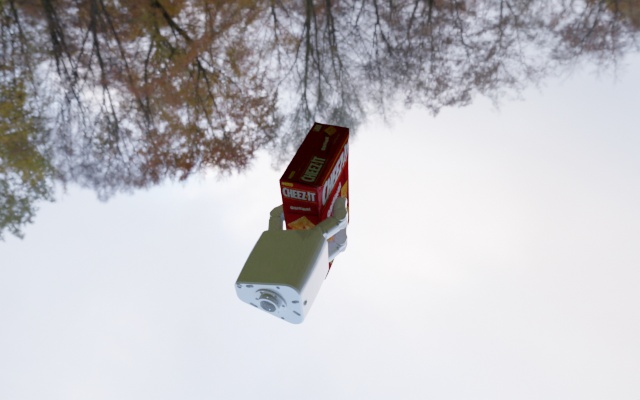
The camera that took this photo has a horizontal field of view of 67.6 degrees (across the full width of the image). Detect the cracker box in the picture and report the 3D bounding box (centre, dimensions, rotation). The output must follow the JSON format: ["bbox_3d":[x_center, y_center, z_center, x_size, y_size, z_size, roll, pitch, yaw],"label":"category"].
[{"bbox_3d":[0.000,0.003,0.812,0.072,0.214,0.164,11,44,15],"label":"cracker box"}]
